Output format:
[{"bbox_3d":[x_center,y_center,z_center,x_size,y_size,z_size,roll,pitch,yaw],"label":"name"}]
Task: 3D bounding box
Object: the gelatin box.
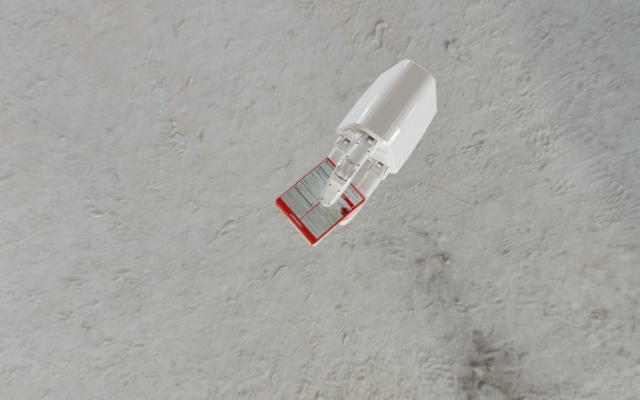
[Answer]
[{"bbox_3d":[0.000,0.002,0.594,0.089,0.073,0.030,-40,-8,-11],"label":"gelatin box"}]
